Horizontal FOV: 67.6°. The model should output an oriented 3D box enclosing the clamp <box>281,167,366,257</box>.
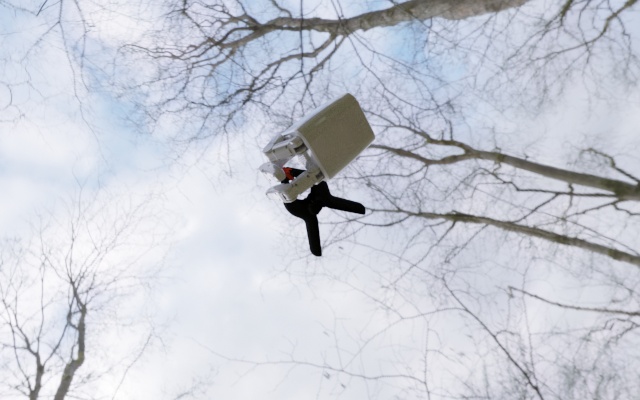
[{"bbox_3d":[0.000,0.002,0.788,0.120,0.171,0.039,-39,33,-12],"label":"clamp"}]
